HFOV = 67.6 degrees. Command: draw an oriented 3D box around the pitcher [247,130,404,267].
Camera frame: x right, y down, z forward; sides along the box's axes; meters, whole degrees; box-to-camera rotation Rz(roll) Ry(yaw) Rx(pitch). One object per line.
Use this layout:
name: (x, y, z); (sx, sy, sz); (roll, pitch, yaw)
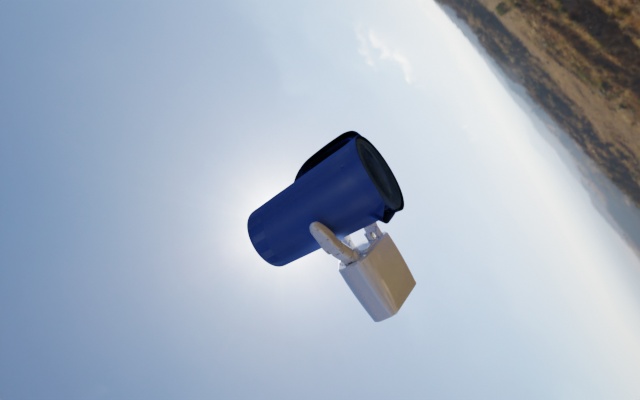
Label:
pitcher: (0.000, 0.003, 0.776); (0.243, 0.145, 0.149); (-31, 8, 23)
